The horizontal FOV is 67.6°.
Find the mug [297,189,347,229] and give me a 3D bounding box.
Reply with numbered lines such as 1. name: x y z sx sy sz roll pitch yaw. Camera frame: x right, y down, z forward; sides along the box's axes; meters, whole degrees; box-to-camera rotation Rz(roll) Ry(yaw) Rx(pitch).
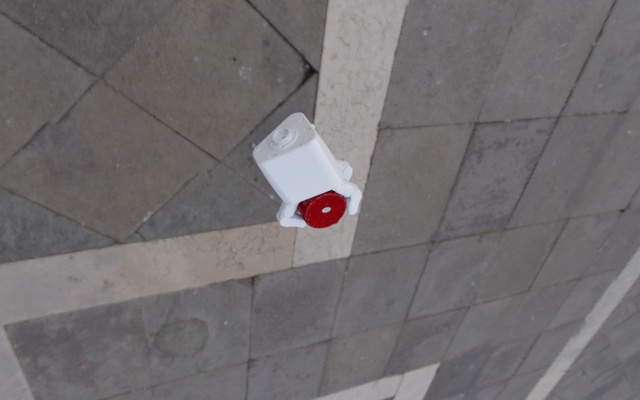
1. mug: 0.001 0.004 0.859 0.093 0.081 0.117 -33 -46 2
